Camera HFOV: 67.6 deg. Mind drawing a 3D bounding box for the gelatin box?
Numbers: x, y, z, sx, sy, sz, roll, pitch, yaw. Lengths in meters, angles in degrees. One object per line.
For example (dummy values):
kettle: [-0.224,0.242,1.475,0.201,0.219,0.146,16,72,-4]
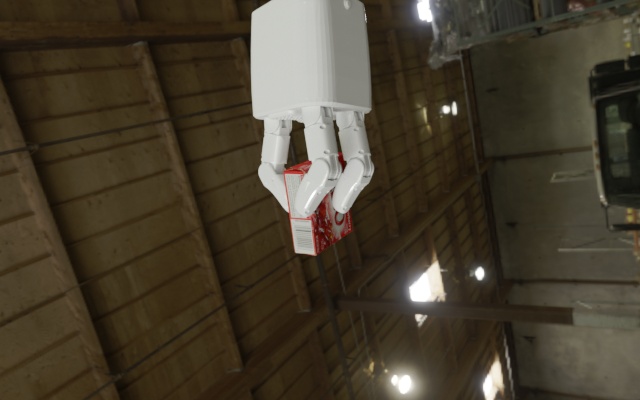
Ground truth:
gelatin box: [0.000,0.002,0.489,0.030,0.089,0.073,4,20,34]
